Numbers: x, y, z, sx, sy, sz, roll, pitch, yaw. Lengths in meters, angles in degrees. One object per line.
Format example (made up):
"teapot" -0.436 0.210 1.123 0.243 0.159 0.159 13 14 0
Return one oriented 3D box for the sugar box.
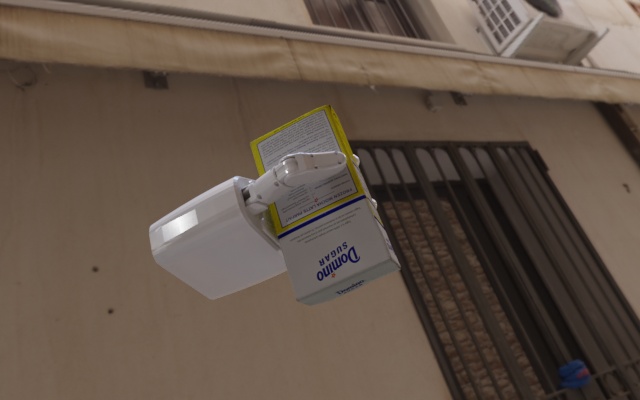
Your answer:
"sugar box" 0.000 0.002 0.456 0.093 0.176 0.048 -25 -26 12
